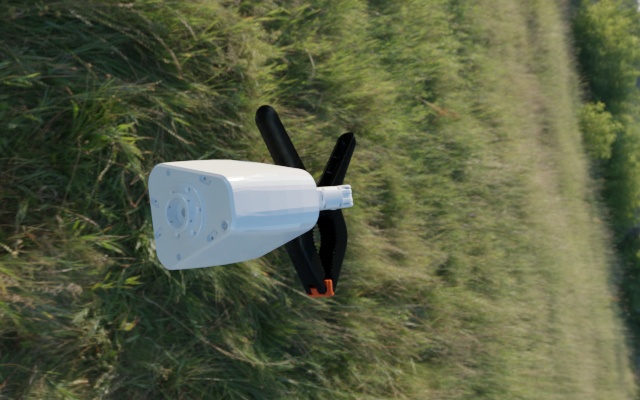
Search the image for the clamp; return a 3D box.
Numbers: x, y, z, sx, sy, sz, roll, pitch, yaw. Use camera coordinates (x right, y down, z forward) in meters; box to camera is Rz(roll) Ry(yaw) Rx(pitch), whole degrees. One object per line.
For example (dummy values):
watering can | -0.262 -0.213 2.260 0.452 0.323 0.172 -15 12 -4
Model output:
clamp | 0.001 0.002 0.548 0.036 0.210 0.164 -10 -4 39
